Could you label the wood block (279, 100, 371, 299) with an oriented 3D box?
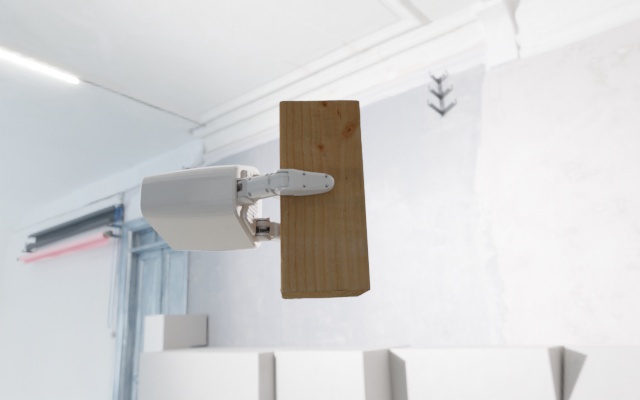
[{"bbox_3d":[0.000,0.002,0.532,0.090,0.206,0.091,-1,-15,-4],"label":"wood block"}]
